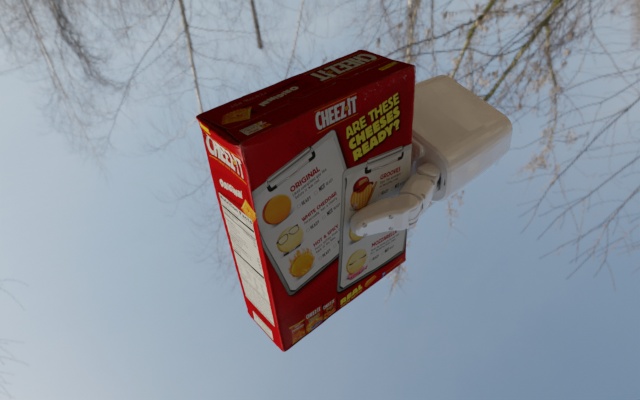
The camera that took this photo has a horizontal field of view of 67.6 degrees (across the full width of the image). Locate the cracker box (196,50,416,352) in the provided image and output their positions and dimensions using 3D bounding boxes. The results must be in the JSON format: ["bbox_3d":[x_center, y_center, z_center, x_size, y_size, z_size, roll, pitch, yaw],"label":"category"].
[{"bbox_3d":[0.000,0.002,0.413,0.164,0.214,0.072,-30,43,-29],"label":"cracker box"}]
